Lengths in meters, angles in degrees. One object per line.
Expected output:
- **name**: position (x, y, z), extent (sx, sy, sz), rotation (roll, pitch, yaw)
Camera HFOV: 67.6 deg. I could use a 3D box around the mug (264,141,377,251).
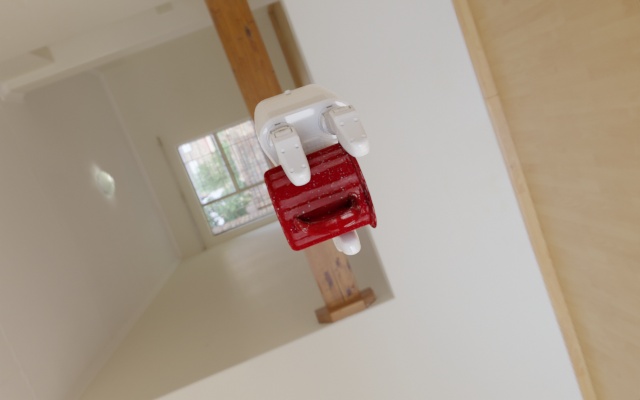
- **mug**: position (0.000, 0.002, 0.435), extent (0.081, 0.093, 0.117), rotation (-21, 25, -3)
